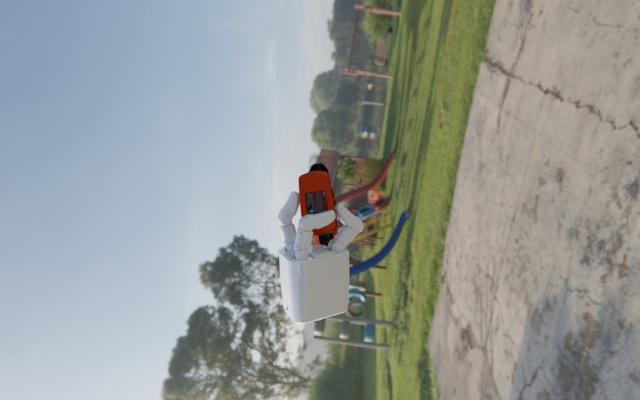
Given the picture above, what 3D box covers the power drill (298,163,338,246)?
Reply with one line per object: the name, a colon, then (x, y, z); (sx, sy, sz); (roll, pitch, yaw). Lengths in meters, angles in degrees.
power drill: (0.000, 0.003, 0.877); (0.057, 0.184, 0.188); (-10, -11, 5)
